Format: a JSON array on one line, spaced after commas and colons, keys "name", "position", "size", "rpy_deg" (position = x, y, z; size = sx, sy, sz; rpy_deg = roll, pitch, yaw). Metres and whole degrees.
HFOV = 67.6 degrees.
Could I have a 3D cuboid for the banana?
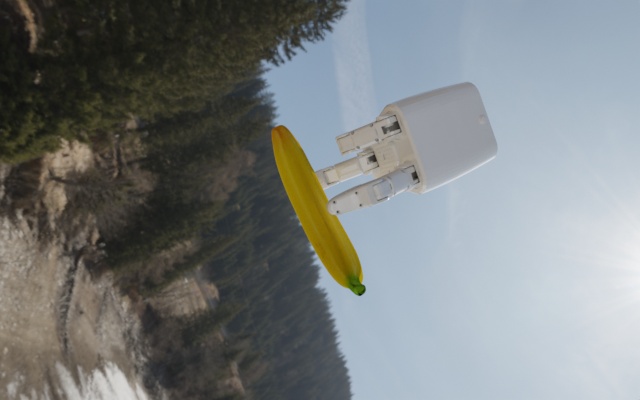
[{"name": "banana", "position": [-0.001, 0.013, 0.495], "size": [0.037, 0.197, 0.070], "rpy_deg": [-22, -21, -18]}]
